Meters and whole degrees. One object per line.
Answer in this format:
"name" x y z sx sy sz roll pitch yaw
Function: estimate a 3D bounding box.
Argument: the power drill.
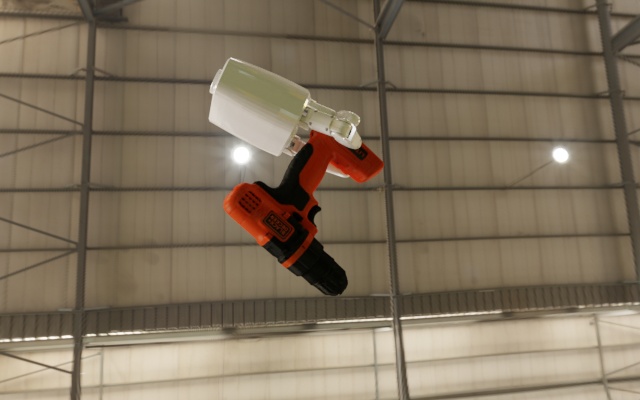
"power drill" 0.000 0.001 0.605 0.184 0.187 0.057 42 -24 -9
